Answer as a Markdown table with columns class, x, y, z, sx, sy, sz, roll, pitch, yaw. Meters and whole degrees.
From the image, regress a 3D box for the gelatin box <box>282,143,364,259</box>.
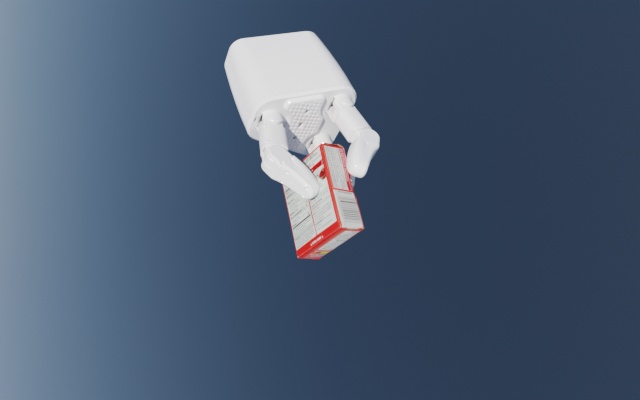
| class | x | y | z | sx | sy | sz | roll | pitch | yaw |
| --- | --- | --- | --- | --- | --- | --- | --- | --- | --- |
| gelatin box | 0.000 | 0.002 | 0.452 | 0.030 | 0.089 | 0.073 | 6 | -30 | -36 |
